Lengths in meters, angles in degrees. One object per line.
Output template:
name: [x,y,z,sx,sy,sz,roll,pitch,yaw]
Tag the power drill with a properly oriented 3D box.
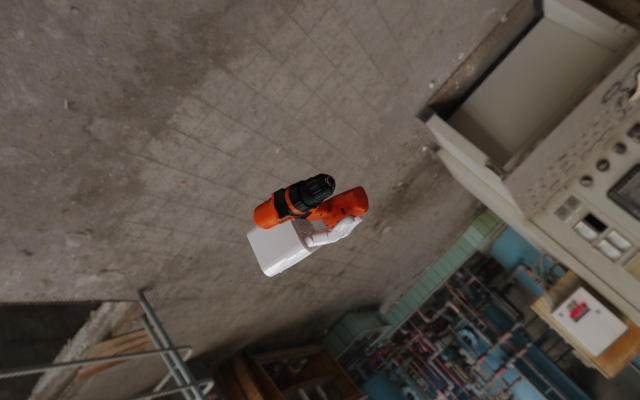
power drill: [0.000,0.003,0.847,0.184,0.057,0.187,-24,-19,40]
